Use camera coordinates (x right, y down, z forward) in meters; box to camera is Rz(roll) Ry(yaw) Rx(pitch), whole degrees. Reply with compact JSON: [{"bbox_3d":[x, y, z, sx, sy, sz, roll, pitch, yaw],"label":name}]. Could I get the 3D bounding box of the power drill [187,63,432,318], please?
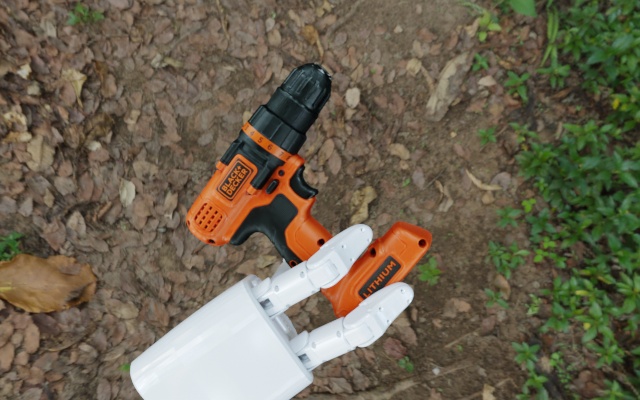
[{"bbox_3d":[0.000,0.002,0.414,0.187,0.184,0.057,38,11,6],"label":"power drill"}]
